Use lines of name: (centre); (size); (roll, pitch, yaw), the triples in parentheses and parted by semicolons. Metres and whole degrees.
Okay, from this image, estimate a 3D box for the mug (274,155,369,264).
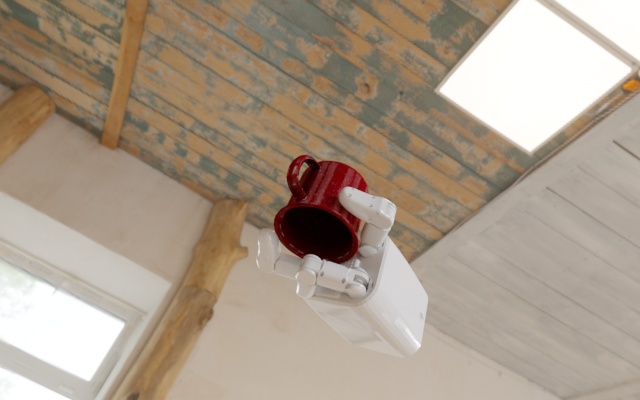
mug: (-0.001, 0.001, 0.520); (0.093, 0.117, 0.081); (-14, 36, 33)
